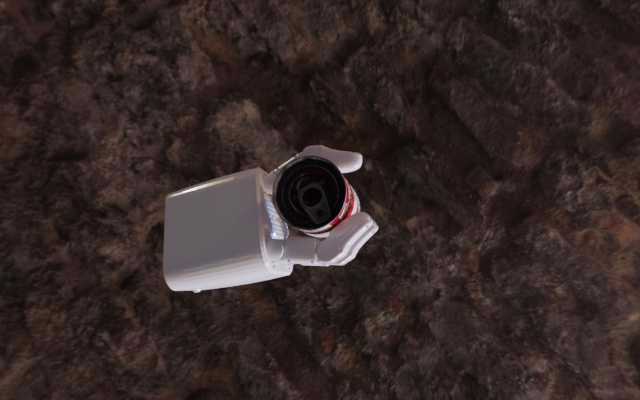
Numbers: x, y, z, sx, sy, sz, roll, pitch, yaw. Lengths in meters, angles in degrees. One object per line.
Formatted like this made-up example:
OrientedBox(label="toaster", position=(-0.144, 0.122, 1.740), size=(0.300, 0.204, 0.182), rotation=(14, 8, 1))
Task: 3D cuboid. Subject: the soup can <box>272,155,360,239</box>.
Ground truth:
OrientedBox(label="soup can", position=(0.001, 0.001, 0.471), size=(0.068, 0.068, 0.102), rotation=(0, -10, 12))
